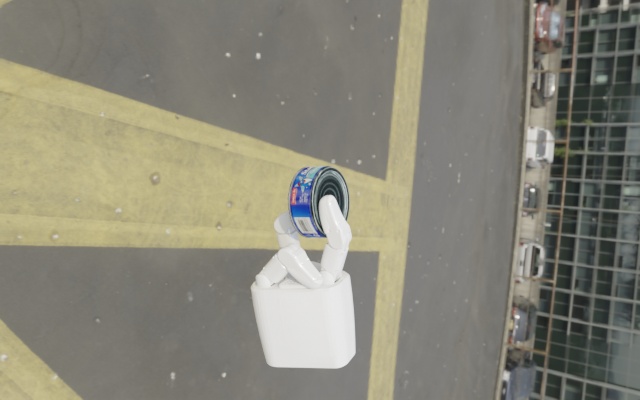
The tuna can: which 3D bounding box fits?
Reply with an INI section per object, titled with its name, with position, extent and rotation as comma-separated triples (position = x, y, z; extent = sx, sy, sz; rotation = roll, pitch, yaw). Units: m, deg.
[tuna can]
position = 0.001, 0.002, 0.565
extent = 0.034, 0.086, 0.086
rotation = -1, -1, 34
